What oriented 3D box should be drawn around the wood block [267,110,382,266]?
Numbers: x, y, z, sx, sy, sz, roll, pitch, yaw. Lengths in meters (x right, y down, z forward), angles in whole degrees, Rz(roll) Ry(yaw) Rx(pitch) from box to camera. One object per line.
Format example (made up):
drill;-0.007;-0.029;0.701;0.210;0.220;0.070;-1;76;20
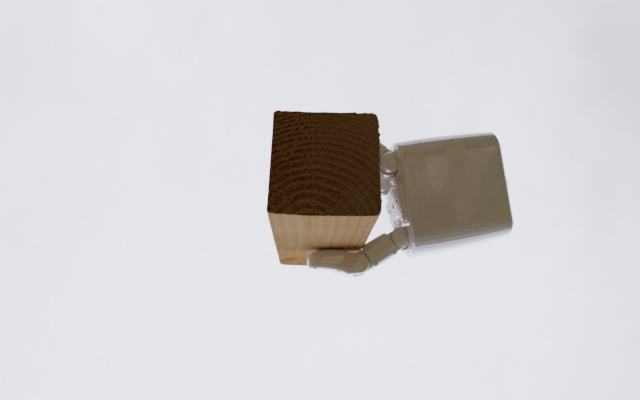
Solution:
wood block;0.000;0.002;0.474;0.090;0.090;0.206;1;-19;-1
